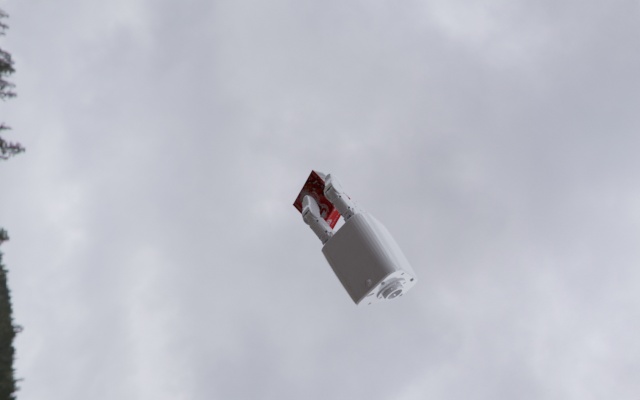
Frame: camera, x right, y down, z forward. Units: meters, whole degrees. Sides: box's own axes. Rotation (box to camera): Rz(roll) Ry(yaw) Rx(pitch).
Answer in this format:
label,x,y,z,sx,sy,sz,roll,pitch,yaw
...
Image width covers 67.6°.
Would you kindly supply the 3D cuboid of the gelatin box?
label,x,y,z,sx,sy,sz,roll,pitch,yaw
gelatin box,0.000,0.002,0.794,0.030,0.073,0.089,13,24,-44
